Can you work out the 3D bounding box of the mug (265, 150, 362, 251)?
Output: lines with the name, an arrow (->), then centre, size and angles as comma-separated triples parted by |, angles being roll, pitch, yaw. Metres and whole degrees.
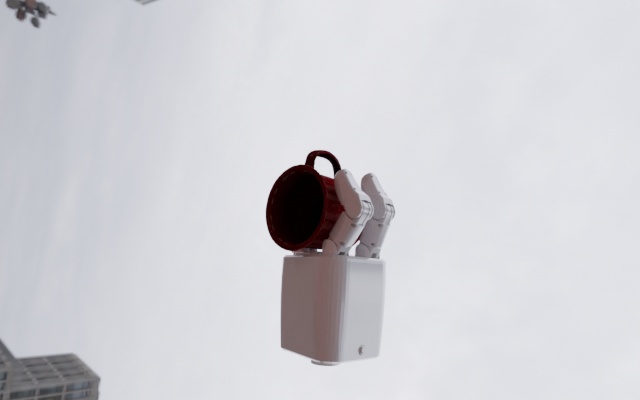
mug -> 0.000, 0.000, 0.536 | 0.093, 0.117, 0.081 | -4, -12, 42
